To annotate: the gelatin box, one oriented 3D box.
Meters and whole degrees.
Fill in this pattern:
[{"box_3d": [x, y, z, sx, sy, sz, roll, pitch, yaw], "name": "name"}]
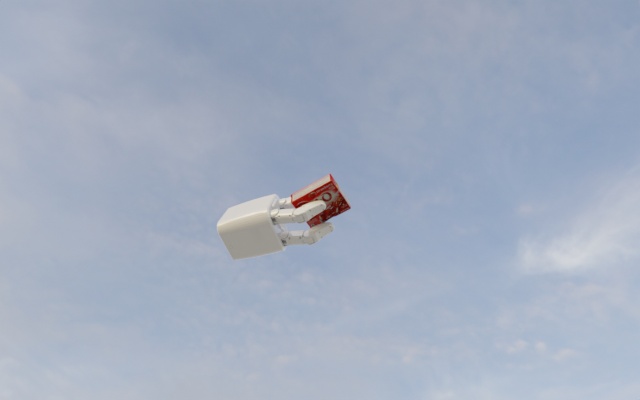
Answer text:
[{"box_3d": [0.000, 0.002, 0.882, 0.089, 0.073, 0.030, -28, 30, 13], "name": "gelatin box"}]
